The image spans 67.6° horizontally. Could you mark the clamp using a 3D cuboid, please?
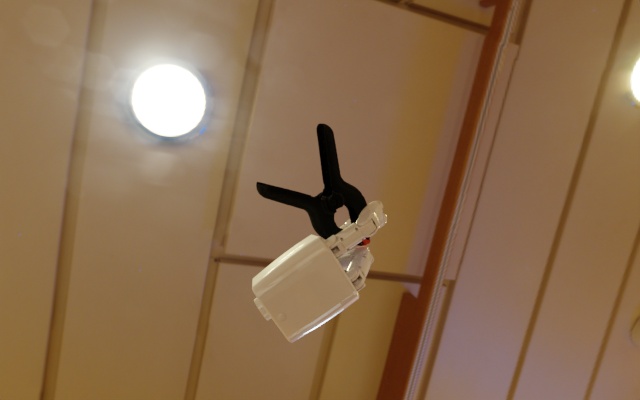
[{"bbox_3d":[0.000,0.002,0.614,0.120,0.171,0.039,-34,20,-8],"label":"clamp"}]
